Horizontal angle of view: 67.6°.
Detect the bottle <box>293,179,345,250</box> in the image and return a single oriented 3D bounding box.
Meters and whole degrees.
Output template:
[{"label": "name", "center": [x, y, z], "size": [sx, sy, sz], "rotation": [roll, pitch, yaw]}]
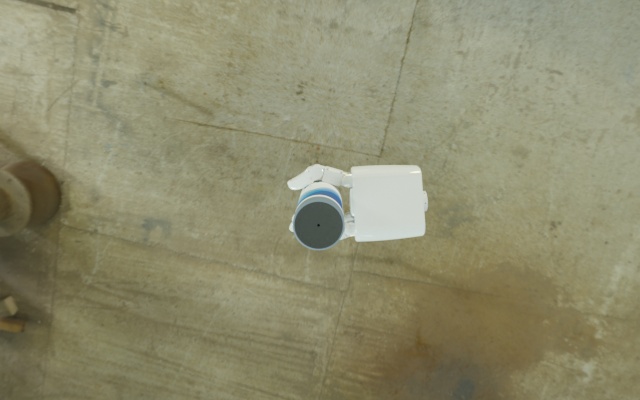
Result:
[{"label": "bottle", "center": [0.000, 0.002, 0.749], "size": [0.069, 0.069, 0.295], "rotation": [0, 11, 1]}]
